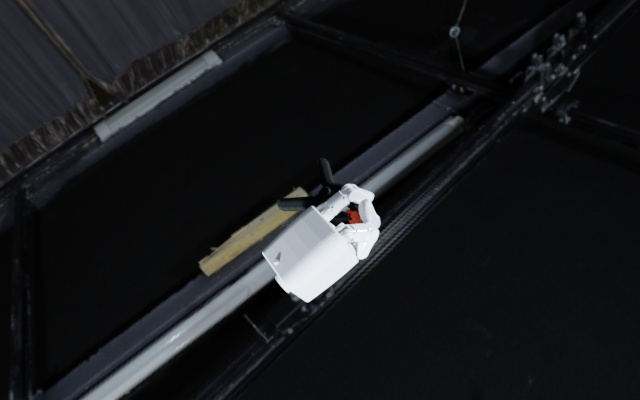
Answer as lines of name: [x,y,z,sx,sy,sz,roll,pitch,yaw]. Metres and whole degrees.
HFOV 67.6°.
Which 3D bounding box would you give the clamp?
clamp: [0.001,0.003,0.801,0.039,0.120,0.171,45,1,-40]
